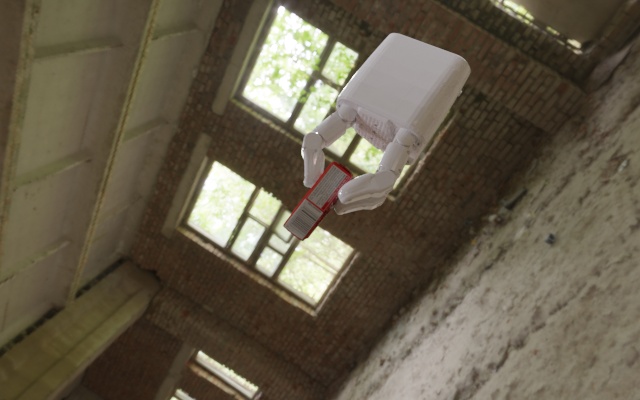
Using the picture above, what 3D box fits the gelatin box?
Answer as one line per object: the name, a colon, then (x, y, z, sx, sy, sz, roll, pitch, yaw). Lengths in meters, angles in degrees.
gelatin box: (0.000, 0.002, 0.526, 0.030, 0.089, 0.073, 38, 0, 3)
